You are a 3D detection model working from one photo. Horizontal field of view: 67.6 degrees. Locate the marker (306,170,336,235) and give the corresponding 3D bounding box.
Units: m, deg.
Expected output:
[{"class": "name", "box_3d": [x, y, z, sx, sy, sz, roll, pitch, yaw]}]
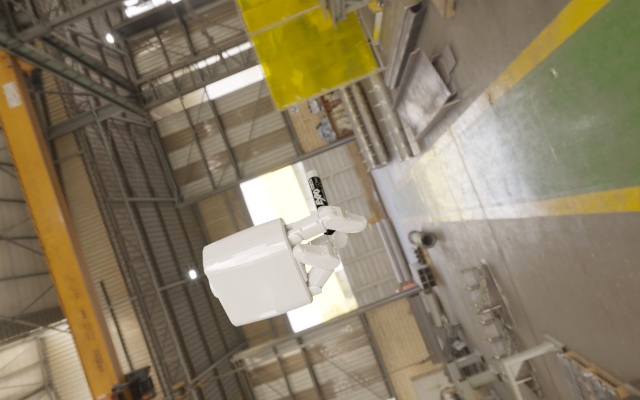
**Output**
[{"class": "marker", "box_3d": [0.000, 0.002, 0.625, 0.020, 0.020, 0.121, 0, 39, -14]}]
